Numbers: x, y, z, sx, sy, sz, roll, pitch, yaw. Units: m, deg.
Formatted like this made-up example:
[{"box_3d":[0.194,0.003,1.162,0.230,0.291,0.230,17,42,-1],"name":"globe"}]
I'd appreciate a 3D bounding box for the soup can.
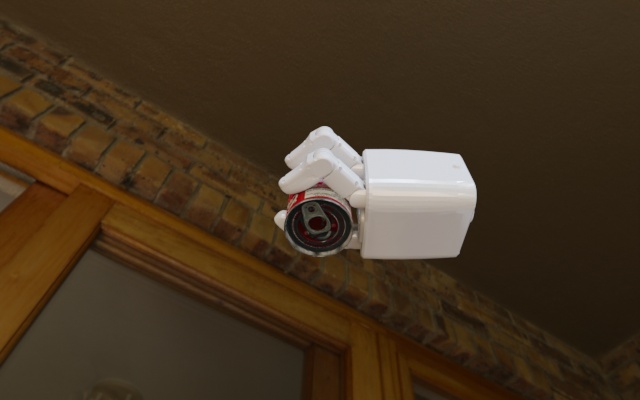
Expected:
[{"box_3d":[0.000,0.002,0.504,0.068,0.068,0.102,0,31,2],"name":"soup can"}]
